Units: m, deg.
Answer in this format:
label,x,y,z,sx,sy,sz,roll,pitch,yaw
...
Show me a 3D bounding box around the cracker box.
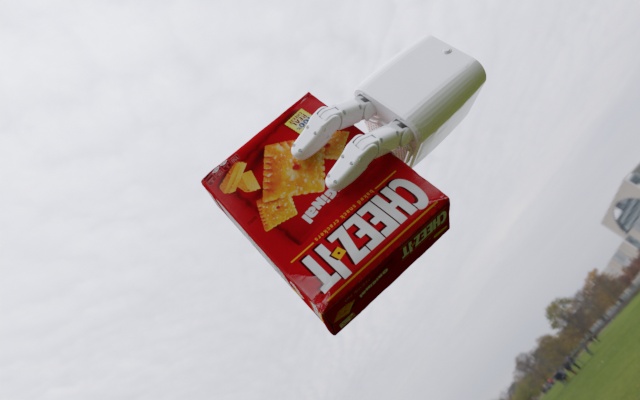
label,x,y,z,sx,sy,sz,roll,pitch,yaw
cracker box,0.000,0.002,0.501,0.213,0.164,0.072,42,-13,31
